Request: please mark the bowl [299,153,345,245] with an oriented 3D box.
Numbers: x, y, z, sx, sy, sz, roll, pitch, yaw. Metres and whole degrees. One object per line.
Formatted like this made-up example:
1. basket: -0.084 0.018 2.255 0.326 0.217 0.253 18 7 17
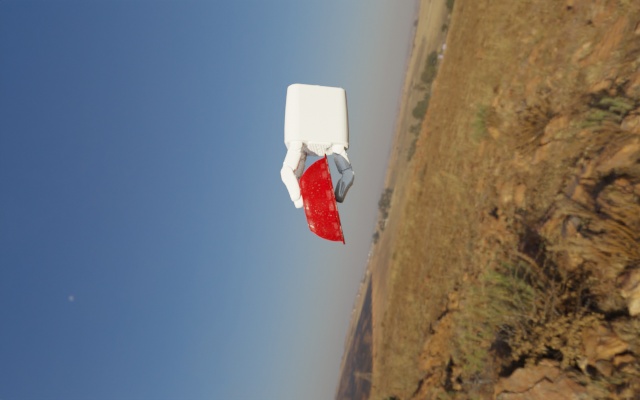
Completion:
1. bowl: 0.000 0.004 0.819 0.055 0.162 0.162 -12 0 2
